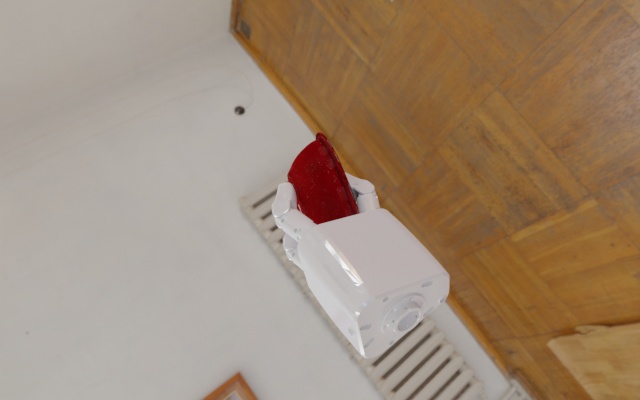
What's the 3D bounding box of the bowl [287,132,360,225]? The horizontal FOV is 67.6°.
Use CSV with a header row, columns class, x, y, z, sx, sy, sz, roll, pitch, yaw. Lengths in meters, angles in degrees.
class,x,y,z,sx,sy,sz,roll,pitch,yaw
bowl,-0.001,0.002,0.581,0.055,0.162,0.162,-20,2,-6
